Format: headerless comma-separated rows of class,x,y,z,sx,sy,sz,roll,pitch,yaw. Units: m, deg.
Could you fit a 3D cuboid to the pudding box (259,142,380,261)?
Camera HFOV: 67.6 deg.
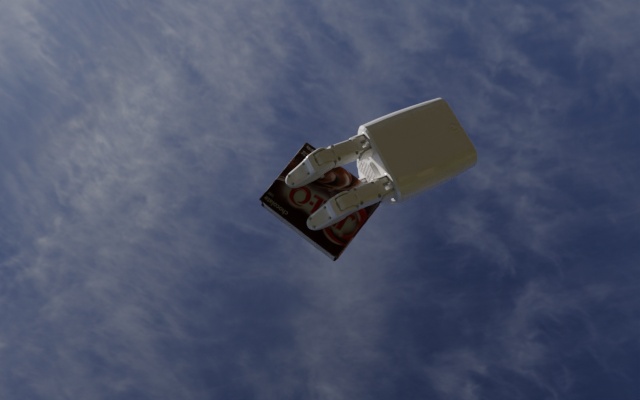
pudding box,0.000,0.002,0.557,0.113,0.090,0.039,36,-15,9
